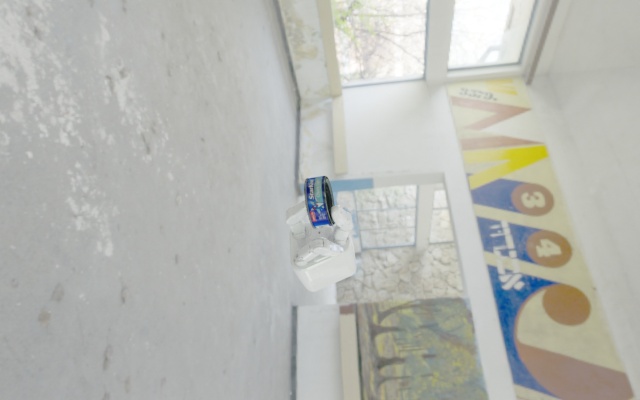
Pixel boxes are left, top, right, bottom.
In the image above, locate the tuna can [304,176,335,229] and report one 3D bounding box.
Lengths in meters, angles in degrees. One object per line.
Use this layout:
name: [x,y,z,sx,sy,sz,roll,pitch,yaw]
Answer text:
tuna can: [0.001,0.002,0.788,0.034,0.086,0.086,-9,-2,10]
